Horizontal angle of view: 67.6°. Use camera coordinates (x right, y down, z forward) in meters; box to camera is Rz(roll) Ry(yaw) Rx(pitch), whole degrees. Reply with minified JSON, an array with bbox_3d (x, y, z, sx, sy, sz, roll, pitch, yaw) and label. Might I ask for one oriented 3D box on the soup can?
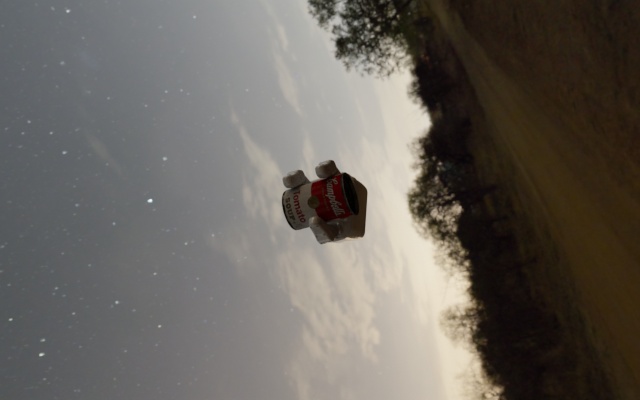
[{"bbox_3d":[0.000,0.003,0.736,0.102,0.068,0.068,-15,-5,18],"label":"soup can"}]
